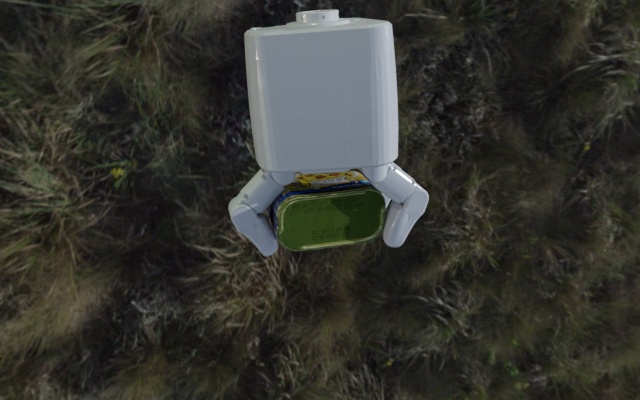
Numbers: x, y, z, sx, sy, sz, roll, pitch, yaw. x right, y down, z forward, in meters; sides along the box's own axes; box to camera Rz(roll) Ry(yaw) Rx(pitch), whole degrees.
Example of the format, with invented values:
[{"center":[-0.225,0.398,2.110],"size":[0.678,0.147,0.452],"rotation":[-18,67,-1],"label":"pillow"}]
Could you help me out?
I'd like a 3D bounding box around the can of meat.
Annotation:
[{"center":[0.000,0.002,0.439],"size":[0.102,0.057,0.084],"rotation":[-7,24,-14],"label":"can of meat"}]
